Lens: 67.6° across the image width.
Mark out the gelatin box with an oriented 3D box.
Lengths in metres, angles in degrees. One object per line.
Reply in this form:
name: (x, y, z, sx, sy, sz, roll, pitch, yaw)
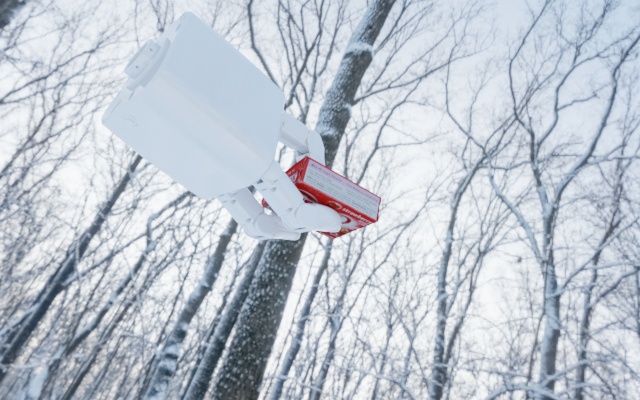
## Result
gelatin box: (0.000, 0.001, 0.451, 0.089, 0.030, 0.073, 27, -30, -24)
